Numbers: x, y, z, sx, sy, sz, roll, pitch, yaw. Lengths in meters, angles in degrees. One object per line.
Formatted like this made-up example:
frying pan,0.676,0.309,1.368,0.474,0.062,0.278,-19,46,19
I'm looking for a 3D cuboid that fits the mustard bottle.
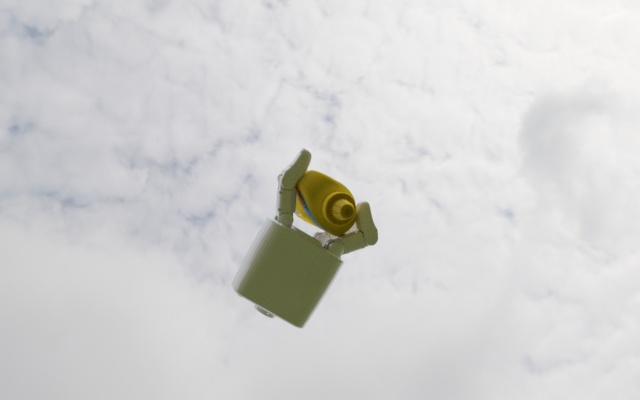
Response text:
mustard bottle,0.000,0.002,0.647,0.058,0.096,0.191,-37,17,-11
